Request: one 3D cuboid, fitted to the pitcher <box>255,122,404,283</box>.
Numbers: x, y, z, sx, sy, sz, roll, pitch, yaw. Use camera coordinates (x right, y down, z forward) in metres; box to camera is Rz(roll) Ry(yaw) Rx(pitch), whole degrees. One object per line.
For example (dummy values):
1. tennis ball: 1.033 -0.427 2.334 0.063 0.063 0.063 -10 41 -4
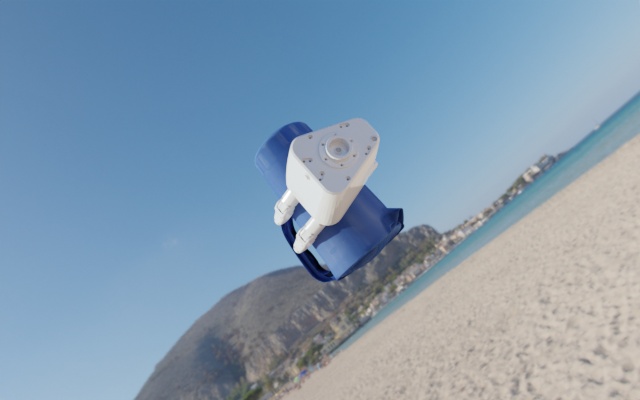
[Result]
1. pitcher: 0.000 0.002 0.756 0.149 0.242 0.145 -36 -14 -16
